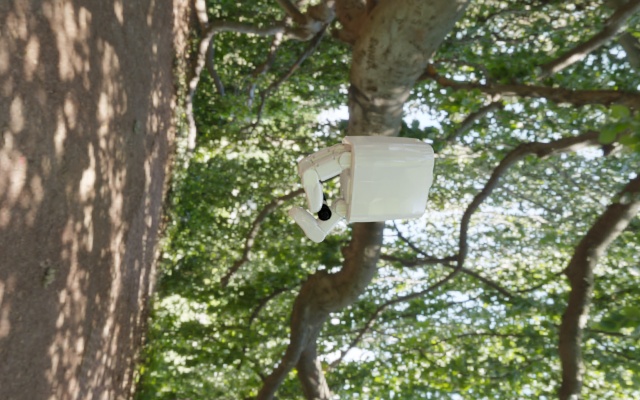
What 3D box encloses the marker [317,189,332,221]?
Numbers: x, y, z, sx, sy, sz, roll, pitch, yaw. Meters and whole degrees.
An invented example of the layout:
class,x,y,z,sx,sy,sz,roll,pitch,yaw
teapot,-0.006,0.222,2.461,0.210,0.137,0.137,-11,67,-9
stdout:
class,x,y,z,sx,sy,sz,roll,pitch,yaw
marker,0.000,0.002,0.666,0.020,0.020,0.121,0,16,-6
